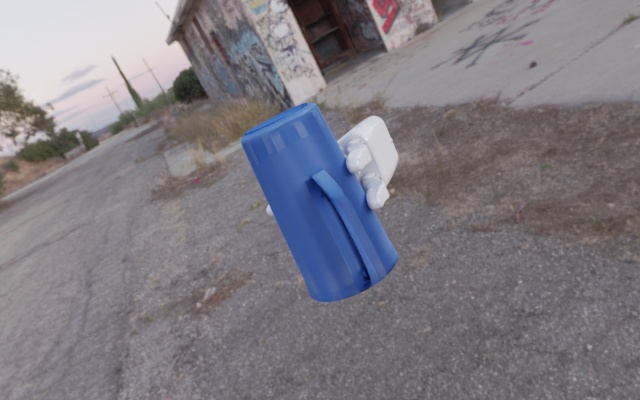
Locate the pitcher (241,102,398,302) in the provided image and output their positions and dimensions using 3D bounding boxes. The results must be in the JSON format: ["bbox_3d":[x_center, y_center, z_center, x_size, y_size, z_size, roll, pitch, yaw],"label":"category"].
[{"bbox_3d":[0.000,0.002,0.621,0.149,0.243,0.145,-18,17,31],"label":"pitcher"}]
